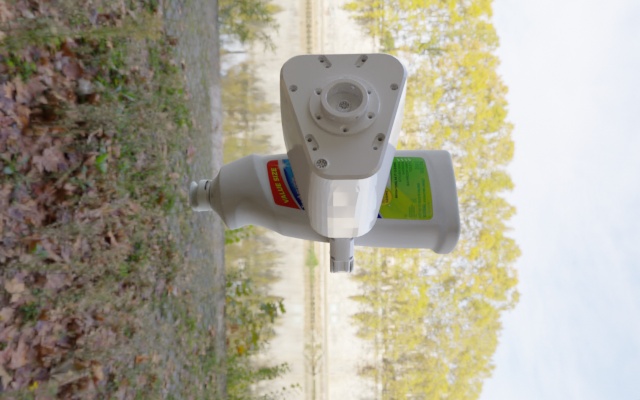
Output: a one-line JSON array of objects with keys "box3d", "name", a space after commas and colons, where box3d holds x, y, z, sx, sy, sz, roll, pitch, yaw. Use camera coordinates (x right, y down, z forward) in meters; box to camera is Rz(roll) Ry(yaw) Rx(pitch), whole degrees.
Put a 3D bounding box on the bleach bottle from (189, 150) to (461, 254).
[{"box3d": [0.000, 0.001, 0.465, 0.251, 0.102, 0.068, -1, -24, 1], "name": "bleach bottle"}]
